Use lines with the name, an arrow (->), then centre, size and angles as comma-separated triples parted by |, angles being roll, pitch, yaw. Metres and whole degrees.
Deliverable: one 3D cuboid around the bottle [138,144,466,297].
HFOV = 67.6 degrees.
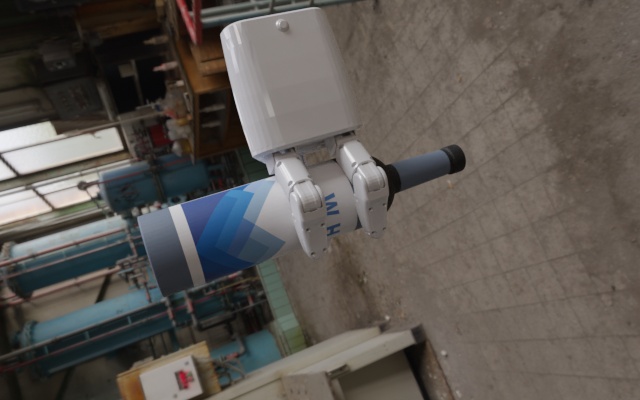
bottle -> 0.000, 0.002, 0.419 | 0.295, 0.069, 0.069 | -18, 6, -18
